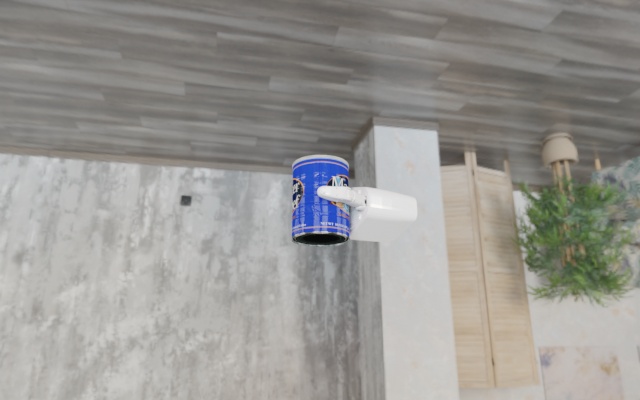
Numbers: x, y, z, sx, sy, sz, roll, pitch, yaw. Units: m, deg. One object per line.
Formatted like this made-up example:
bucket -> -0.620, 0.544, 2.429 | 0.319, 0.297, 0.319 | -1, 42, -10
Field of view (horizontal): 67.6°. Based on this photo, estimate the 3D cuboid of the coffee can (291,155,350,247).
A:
coffee can -> 0.000, 0.003, 0.847 | 0.103, 0.140, 0.103 | 0, -18, 0
